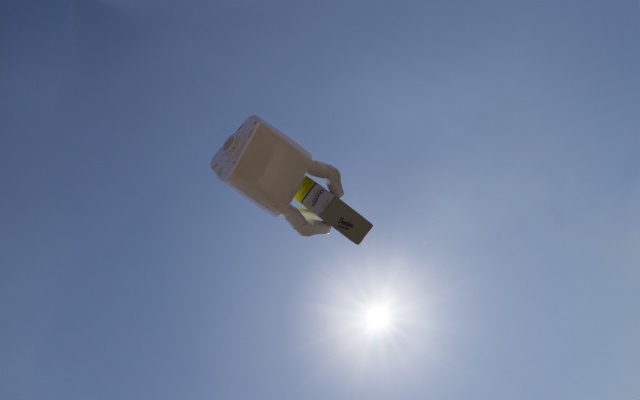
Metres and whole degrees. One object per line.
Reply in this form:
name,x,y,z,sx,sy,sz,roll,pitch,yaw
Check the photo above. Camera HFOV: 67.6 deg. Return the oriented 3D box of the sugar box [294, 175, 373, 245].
sugar box,0.000,0.003,0.769,0.093,0.048,0.176,37,2,-33
